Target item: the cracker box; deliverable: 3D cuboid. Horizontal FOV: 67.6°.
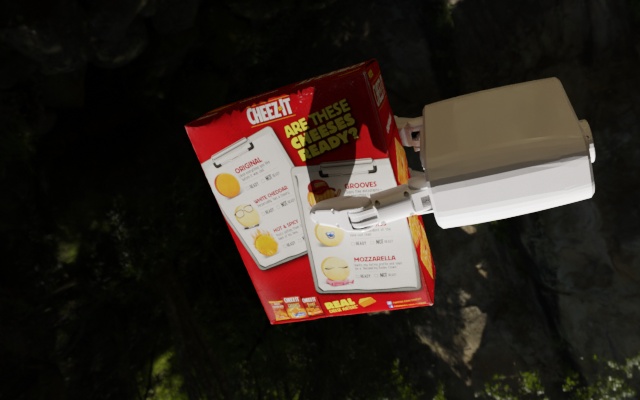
[{"bbox_3d":[0.000,0.002,0.437,0.164,0.214,0.072,-12,21,20],"label":"cracker box"}]
